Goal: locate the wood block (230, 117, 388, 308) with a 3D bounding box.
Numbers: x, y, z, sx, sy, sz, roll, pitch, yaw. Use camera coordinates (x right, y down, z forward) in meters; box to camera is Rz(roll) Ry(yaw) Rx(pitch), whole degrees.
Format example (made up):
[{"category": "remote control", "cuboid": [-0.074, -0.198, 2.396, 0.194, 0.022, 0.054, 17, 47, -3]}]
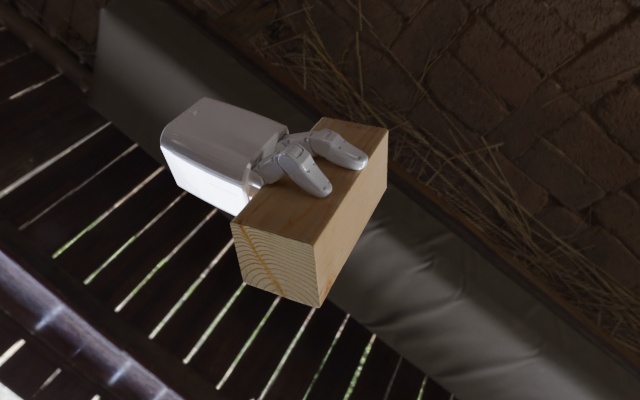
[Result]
[{"category": "wood block", "cuboid": [0.000, 0.002, 0.526, 0.090, 0.091, 0.206, 14, 43, 21]}]
